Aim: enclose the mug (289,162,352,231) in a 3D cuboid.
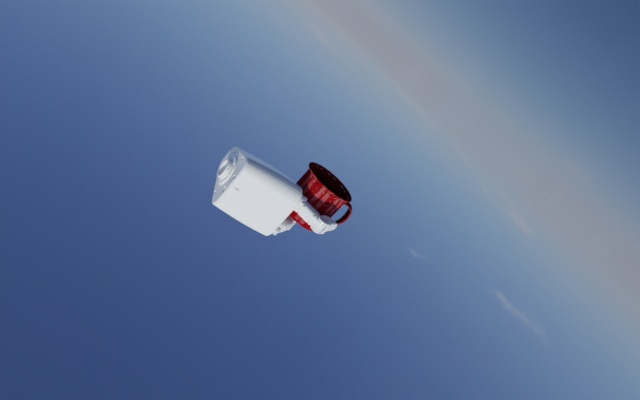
[{"bbox_3d":[0.001,0.003,0.804,0.117,0.081,0.093,33,20,-27],"label":"mug"}]
